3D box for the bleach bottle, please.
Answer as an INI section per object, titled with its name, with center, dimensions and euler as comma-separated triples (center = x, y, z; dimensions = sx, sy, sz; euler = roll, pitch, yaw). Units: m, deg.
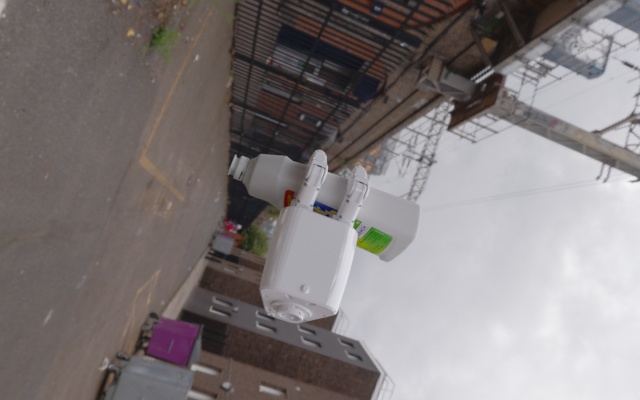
[bleach bottle]
center = 0.000, 0.002, 0.634
dimensions = 0.251, 0.068, 0.103
euler = 21, -31, -8
